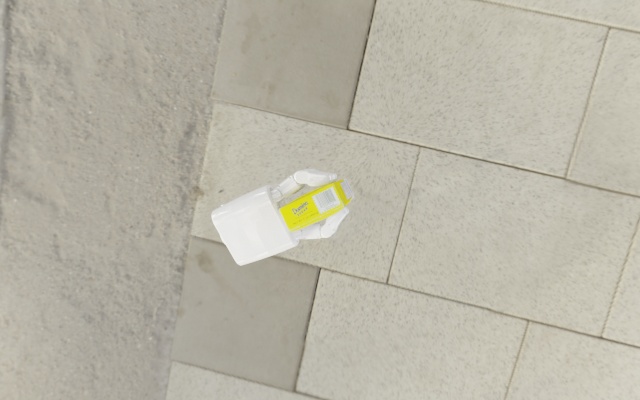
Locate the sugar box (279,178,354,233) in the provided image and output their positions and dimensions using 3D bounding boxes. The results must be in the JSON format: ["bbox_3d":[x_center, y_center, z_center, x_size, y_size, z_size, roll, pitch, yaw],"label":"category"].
[{"bbox_3d":[0.000,0.002,0.772,0.093,0.048,0.176,-24,4,9],"label":"sugar box"}]
